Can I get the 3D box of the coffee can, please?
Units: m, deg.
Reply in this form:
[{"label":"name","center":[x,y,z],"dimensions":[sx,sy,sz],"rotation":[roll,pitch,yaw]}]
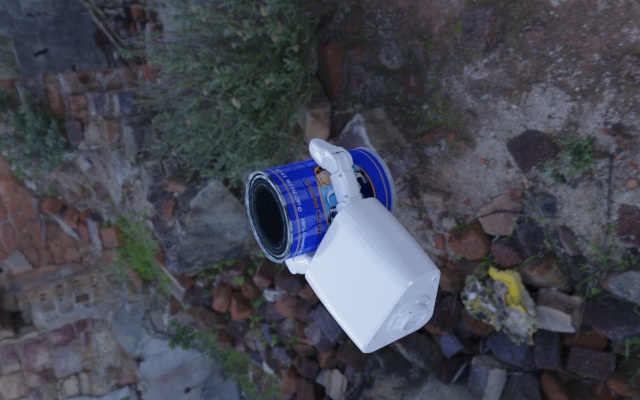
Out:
[{"label":"coffee can","center":[0.000,0.002,0.546],"dimensions":[0.140,0.103,0.103],"rotation":[-16,8,-30]}]
